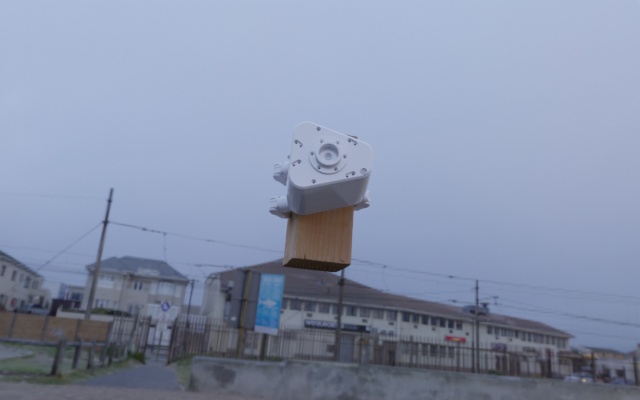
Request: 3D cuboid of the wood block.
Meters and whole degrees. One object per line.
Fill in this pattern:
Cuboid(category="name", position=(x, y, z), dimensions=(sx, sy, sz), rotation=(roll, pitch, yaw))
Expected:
Cuboid(category="wood block", position=(0.001, 0.002, 0.758), dimensions=(0.091, 0.206, 0.090), rotation=(8, -18, -11))
